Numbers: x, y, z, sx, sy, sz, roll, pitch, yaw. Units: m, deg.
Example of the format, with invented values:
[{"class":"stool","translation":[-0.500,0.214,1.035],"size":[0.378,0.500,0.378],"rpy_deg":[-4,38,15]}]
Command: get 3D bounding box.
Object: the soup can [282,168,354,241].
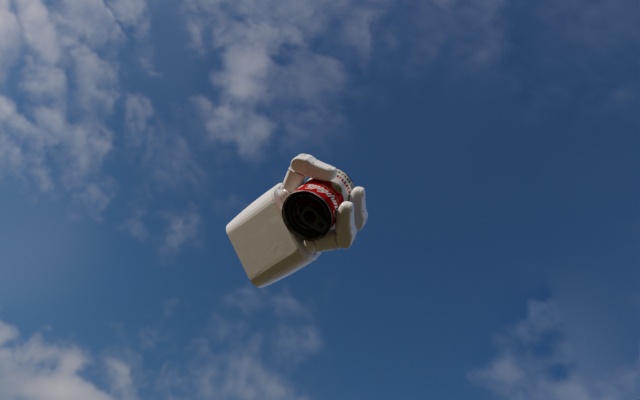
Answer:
[{"class":"soup can","translation":[0.000,0.002,0.636],"size":[0.068,0.068,0.102],"rpy_deg":[0,21,22]}]
